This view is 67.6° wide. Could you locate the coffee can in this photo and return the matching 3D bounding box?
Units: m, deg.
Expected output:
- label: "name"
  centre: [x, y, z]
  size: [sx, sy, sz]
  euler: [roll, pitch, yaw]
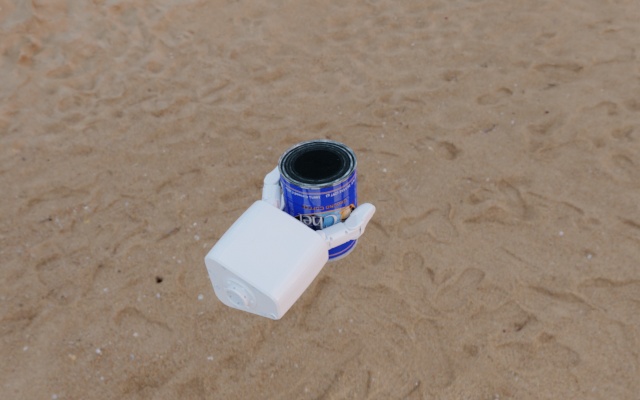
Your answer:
- label: "coffee can"
  centre: [0.000, 0.002, 0.660]
  size: [0.103, 0.140, 0.102]
  euler: [-3, 42, 2]
